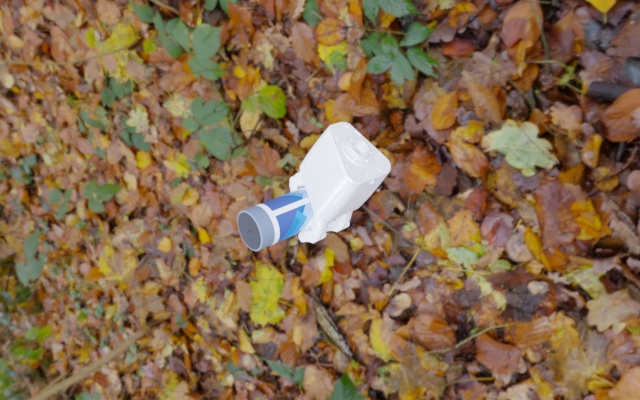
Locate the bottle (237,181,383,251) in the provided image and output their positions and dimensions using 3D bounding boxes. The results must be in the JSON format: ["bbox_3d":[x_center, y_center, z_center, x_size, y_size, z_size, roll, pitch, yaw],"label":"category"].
[{"bbox_3d":[0.000,0.003,0.819,0.295,0.069,0.069,-22,14,-37],"label":"bottle"}]
